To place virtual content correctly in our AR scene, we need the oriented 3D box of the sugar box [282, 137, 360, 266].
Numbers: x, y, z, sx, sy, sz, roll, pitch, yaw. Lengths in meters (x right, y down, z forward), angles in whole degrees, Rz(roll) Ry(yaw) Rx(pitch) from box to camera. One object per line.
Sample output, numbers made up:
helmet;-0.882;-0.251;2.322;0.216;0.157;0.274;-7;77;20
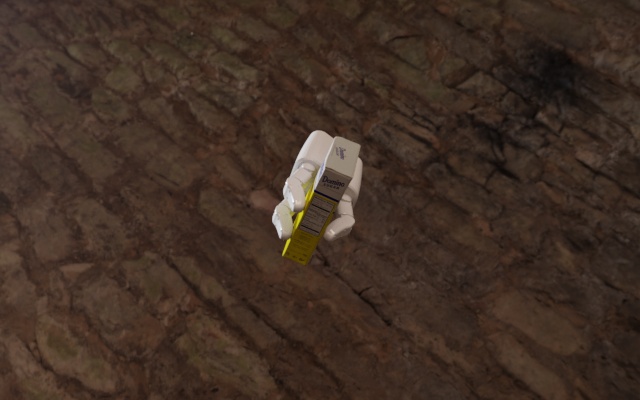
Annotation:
sugar box;0.000;0.002;0.690;0.048;0.176;0.093;21;36;-3
